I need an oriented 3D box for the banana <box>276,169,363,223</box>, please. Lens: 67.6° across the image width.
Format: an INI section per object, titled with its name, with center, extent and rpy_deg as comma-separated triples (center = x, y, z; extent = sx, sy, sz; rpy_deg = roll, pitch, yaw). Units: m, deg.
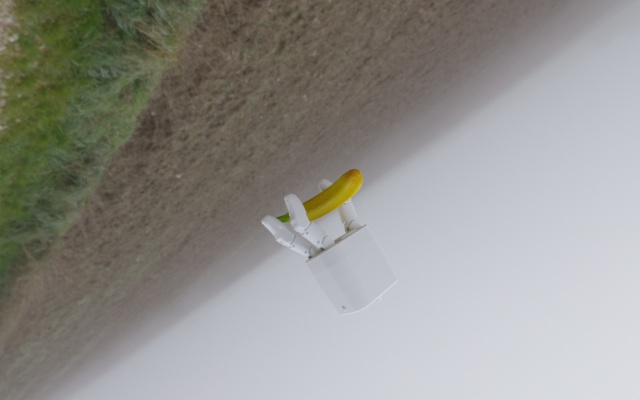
[banana]
center = 0.009, -0.001, 0.747
extent = 0.198, 0.037, 0.069
rpy_deg = -33, -7, 41
